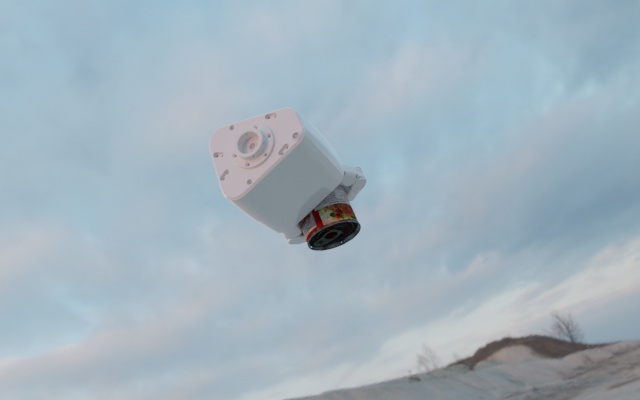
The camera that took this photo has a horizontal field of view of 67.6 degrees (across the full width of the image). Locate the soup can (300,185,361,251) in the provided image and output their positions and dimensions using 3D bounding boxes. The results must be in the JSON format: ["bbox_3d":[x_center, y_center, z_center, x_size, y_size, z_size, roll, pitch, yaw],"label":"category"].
[{"bbox_3d":[0.000,0.002,0.594,0.068,0.102,0.068,-17,-28,-9],"label":"soup can"}]
